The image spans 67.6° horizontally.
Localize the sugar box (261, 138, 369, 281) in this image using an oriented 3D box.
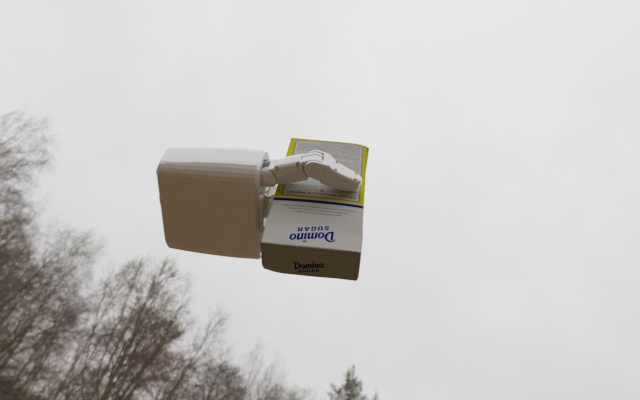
[{"bbox_3d":[0.000,0.002,0.499,0.093,0.048,0.176,6,42,4],"label":"sugar box"}]
